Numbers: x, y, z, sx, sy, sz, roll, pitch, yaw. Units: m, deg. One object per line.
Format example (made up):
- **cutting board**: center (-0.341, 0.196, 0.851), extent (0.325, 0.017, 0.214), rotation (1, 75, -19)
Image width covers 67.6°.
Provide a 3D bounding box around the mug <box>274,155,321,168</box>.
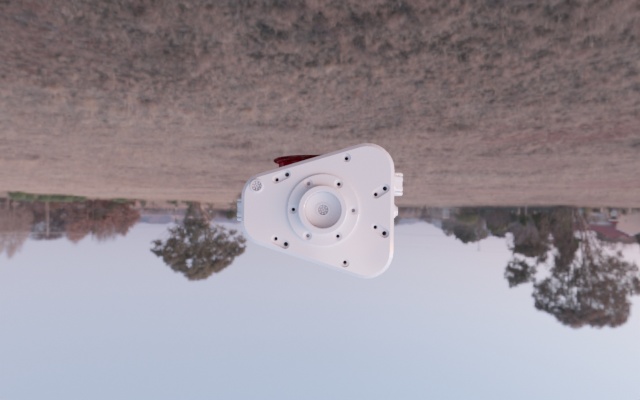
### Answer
- **mug**: center (0.000, 0.002, 0.485), extent (0.093, 0.081, 0.117), rotation (1, -2, 3)
